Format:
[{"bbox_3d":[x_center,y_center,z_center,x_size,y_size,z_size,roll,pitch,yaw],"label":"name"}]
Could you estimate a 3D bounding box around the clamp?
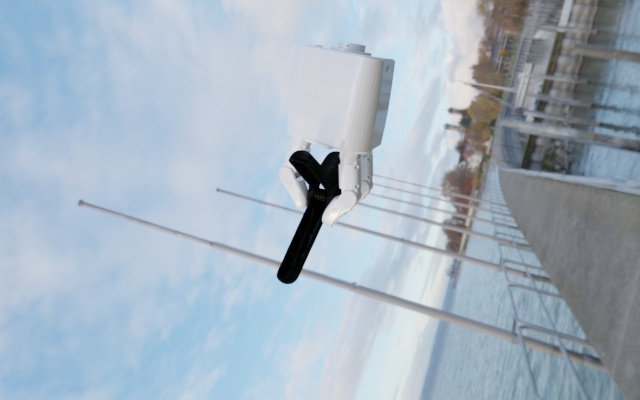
[{"bbox_3d":[0.000,0.001,0.608,0.036,0.165,0.210,17,20,16],"label":"clamp"}]
